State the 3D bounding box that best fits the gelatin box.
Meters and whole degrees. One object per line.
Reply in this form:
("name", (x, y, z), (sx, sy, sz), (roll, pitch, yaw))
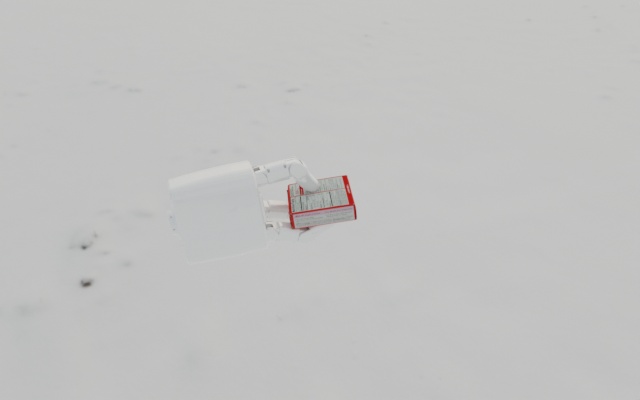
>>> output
("gelatin box", (0.000, 0.002, 0.654), (0.089, 0.030, 0.073), (-10, 35, 0))
